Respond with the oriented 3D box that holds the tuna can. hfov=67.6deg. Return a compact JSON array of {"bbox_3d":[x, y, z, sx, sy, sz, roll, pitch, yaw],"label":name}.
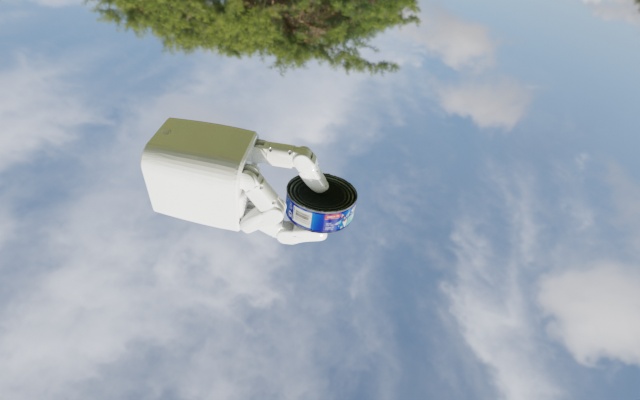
[{"bbox_3d":[0.000,0.002,0.579,0.086,0.034,0.086,6,34,-4],"label":"tuna can"}]
